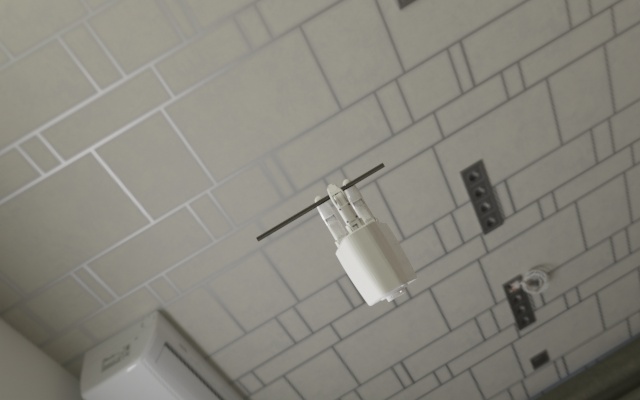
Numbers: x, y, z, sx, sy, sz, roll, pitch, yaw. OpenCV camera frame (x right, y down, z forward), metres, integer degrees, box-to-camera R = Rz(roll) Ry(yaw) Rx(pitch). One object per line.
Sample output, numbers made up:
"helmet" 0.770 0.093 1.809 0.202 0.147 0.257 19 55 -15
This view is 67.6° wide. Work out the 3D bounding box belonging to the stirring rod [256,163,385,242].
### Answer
"stirring rod" 0.000 0.003 0.782 0.239 0.011 0.011 -31 0 -1
